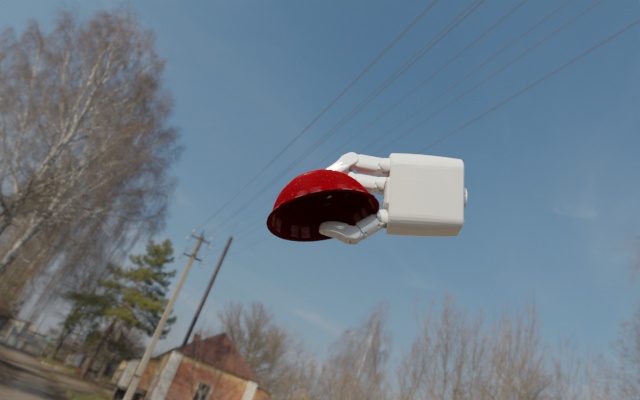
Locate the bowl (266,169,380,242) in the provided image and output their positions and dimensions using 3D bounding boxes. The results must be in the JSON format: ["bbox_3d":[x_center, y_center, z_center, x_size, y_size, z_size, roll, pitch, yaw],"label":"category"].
[{"bbox_3d":[-0.001,0.002,0.684,0.162,0.055,0.162,-9,-27,-5],"label":"bowl"}]
